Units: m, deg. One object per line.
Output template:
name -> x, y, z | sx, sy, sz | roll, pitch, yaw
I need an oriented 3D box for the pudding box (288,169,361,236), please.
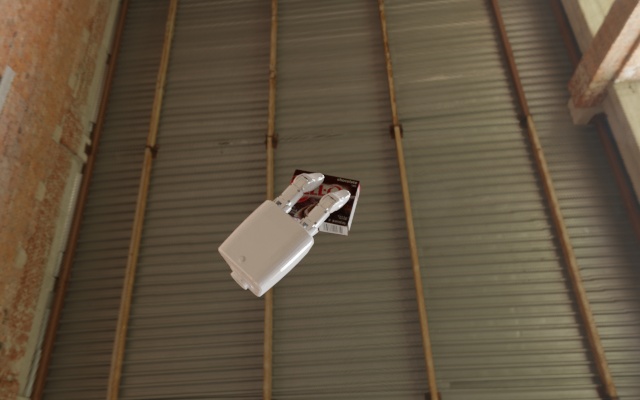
pudding box -> 0.000, 0.003, 0.768 | 0.113, 0.090, 0.039 | 12, -31, 9
